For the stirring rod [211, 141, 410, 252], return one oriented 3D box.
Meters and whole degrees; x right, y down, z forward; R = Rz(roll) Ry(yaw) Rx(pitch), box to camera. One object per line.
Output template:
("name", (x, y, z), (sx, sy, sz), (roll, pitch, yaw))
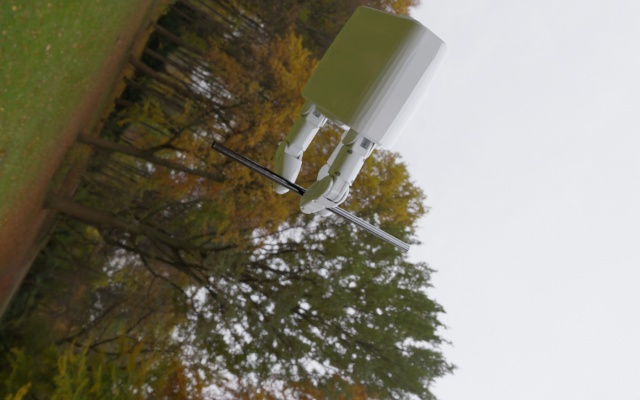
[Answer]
("stirring rod", (0.000, 0.001, 0.479), (0.239, 0.011, 0.011), (28, -13, -25))
